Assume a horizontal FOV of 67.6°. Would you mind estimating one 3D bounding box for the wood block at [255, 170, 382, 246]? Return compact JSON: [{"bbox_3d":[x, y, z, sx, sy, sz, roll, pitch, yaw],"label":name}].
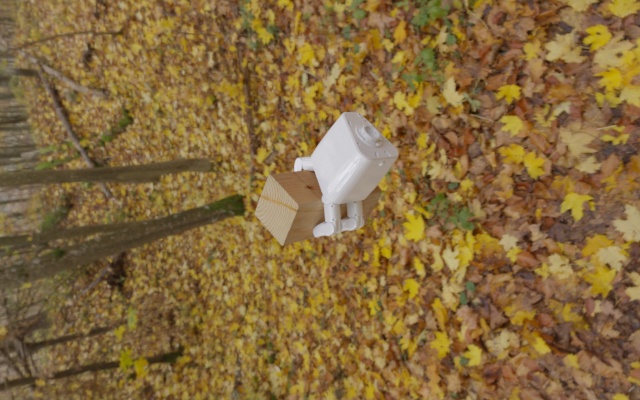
[{"bbox_3d":[0.000,0.002,0.859,0.206,0.090,0.090,-9,44,-43],"label":"wood block"}]
